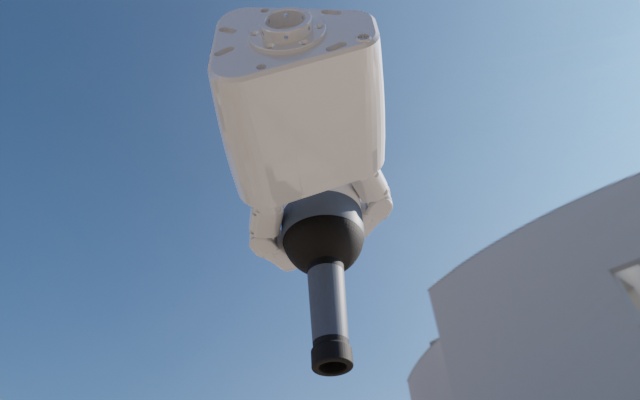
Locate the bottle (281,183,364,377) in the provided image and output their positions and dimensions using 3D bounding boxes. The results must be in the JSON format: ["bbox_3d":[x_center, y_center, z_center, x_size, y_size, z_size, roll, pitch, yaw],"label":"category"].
[{"bbox_3d":[0.000,0.001,0.408,0.069,0.295,0.069,-2,-43,-2],"label":"bottle"}]
